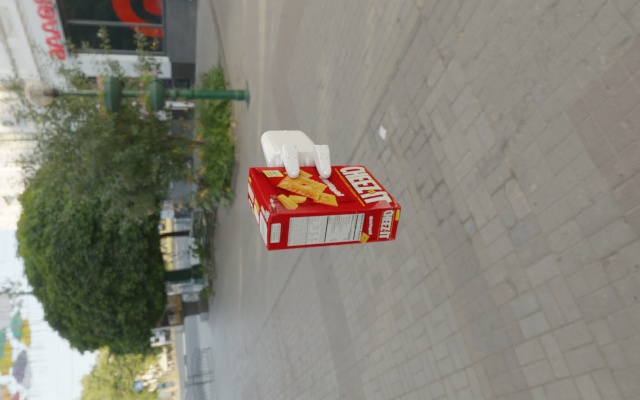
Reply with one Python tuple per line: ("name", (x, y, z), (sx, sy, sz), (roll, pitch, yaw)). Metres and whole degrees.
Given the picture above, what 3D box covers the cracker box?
("cracker box", (0.000, 0.003, 0.786), (0.214, 0.072, 0.164), (-3, 30, -19))
